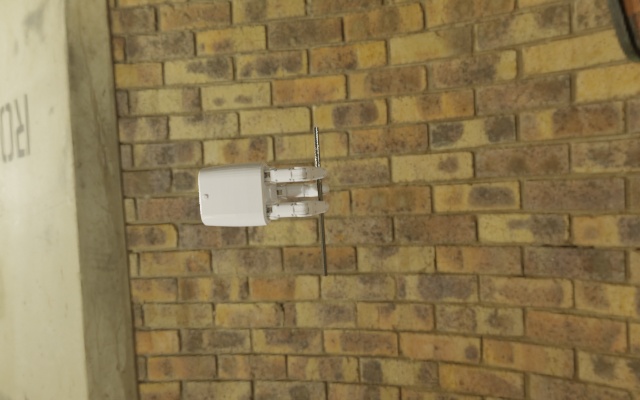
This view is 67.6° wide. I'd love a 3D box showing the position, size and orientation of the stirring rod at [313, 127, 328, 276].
[{"bbox_3d":[0.000,0.002,0.771,0.011,0.239,0.011,-4,3,0],"label":"stirring rod"}]
